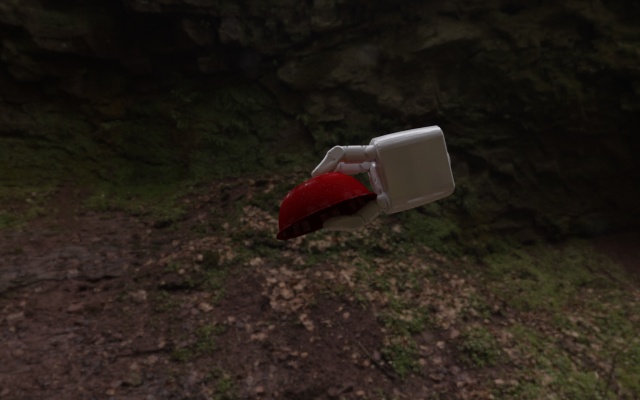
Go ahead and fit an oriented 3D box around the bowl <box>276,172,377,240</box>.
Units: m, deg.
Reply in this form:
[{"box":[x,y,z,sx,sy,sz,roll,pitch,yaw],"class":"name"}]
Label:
[{"box":[-0.001,0.002,0.706,0.162,0.055,0.162,-23,-11,-5],"class":"bowl"}]
